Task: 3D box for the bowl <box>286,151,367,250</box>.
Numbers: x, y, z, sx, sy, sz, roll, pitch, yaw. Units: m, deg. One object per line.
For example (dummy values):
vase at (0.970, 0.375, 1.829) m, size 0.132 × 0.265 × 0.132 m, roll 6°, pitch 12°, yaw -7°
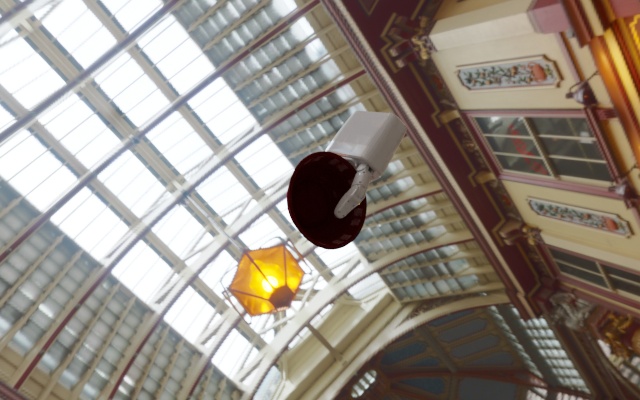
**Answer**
bowl at (-0.001, 0.003, 0.792) m, size 0.162 × 0.162 × 0.055 m, roll 0°, pitch -8°, yaw -38°
